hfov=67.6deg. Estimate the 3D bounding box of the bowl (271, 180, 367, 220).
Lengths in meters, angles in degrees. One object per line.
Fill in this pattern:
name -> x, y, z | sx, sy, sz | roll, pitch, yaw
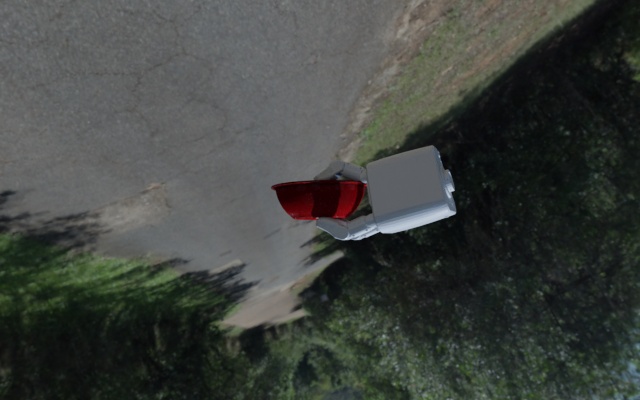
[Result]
bowl -> -0.001, 0.003, 0.783 | 0.162, 0.055, 0.162 | -1, -5, 0
